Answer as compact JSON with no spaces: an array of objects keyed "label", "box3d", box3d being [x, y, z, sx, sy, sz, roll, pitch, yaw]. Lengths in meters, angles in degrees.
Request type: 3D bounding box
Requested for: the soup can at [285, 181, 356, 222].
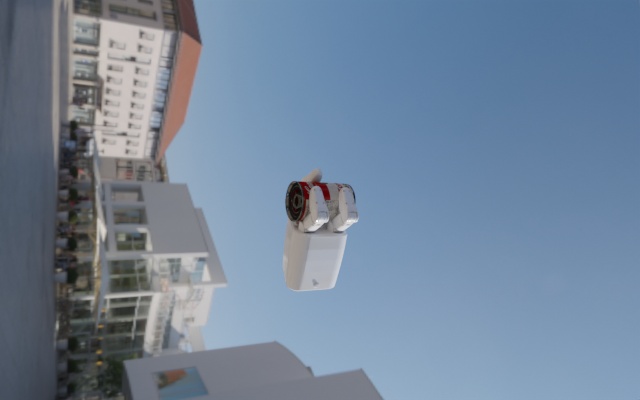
[{"label":"soup can","box3d":[0.000,0.002,0.812,0.102,0.068,0.068,1,-1,-28]}]
